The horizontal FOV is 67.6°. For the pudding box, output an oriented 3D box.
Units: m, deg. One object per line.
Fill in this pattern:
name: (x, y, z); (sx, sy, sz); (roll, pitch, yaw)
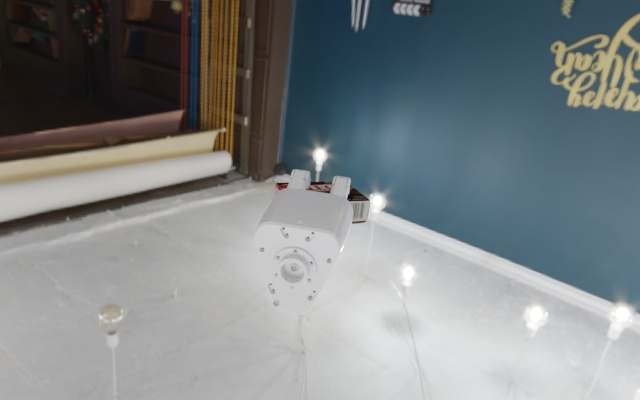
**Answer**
pudding box: (0.000, 0.002, 0.673); (0.113, 0.039, 0.090); (0, 20, -21)
